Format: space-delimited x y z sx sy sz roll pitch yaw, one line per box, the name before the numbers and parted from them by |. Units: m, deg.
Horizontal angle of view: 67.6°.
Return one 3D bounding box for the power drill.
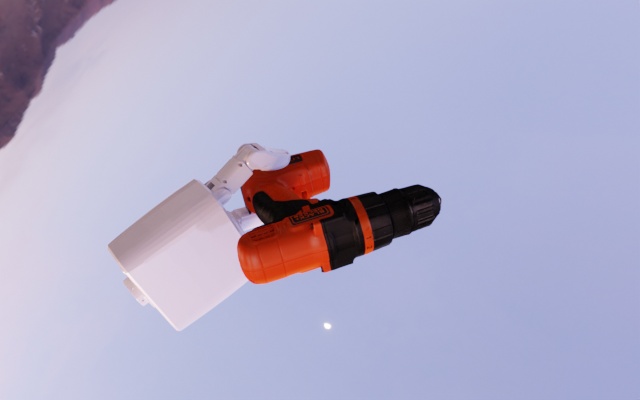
power drill | 0.000 0.002 0.473 0.184 0.057 0.187 -15 23 -12
